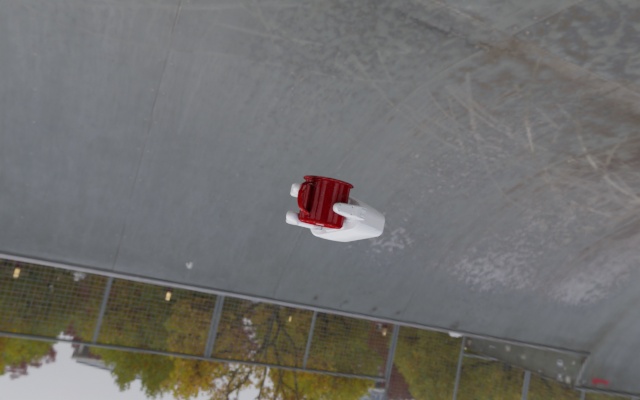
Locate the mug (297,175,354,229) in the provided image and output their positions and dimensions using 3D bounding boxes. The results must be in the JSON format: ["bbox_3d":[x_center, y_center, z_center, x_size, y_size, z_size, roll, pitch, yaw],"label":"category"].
[{"bbox_3d":[-0.001,0.003,0.850,0.093,0.081,0.117,7,-8,36],"label":"mug"}]
